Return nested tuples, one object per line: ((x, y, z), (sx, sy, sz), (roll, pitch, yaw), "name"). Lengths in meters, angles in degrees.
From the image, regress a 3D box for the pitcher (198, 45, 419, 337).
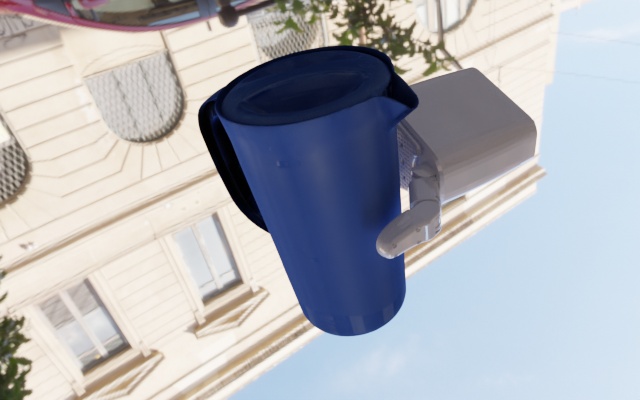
((0.000, 0.001, 0.418), (0.145, 0.243, 0.149), (-23, 36, -12), "pitcher")
